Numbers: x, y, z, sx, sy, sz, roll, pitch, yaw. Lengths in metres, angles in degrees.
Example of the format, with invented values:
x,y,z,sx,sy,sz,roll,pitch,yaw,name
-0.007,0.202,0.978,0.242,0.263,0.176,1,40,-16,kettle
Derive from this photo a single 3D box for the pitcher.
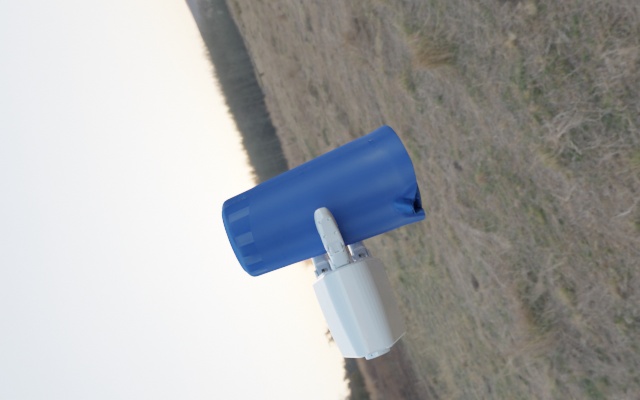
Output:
x,y,z,sx,sy,sz,roll,pitch,yaw,name
0.000,0.002,0.628,0.243,0.145,0.149,-22,-12,-2,pitcher
